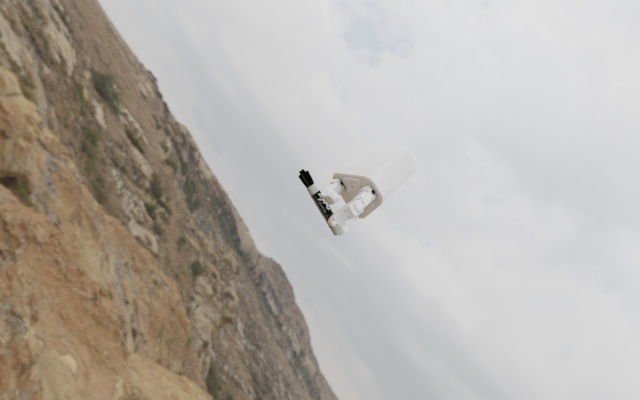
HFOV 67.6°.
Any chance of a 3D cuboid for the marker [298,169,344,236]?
[{"bbox_3d":[0.000,0.003,0.772,0.020,0.121,0.020,-30,12,7],"label":"marker"}]
